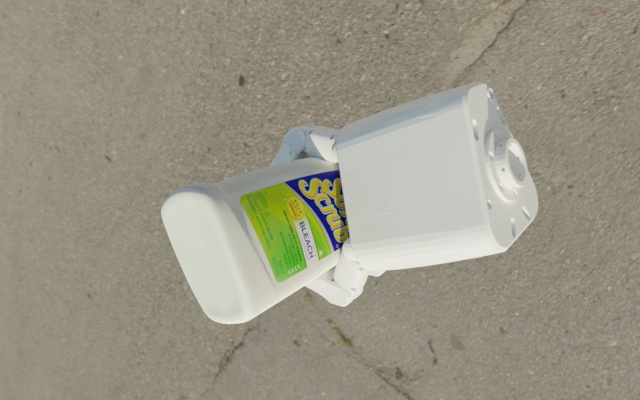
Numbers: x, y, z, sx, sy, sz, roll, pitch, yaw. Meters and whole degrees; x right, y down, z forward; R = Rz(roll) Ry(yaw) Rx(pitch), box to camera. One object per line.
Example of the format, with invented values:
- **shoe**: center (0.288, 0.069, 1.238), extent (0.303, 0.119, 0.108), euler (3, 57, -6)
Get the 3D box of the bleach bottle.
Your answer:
- **bleach bottle**: center (0.000, 0.001, 0.405), extent (0.068, 0.102, 0.250), euler (-16, 8, 44)
